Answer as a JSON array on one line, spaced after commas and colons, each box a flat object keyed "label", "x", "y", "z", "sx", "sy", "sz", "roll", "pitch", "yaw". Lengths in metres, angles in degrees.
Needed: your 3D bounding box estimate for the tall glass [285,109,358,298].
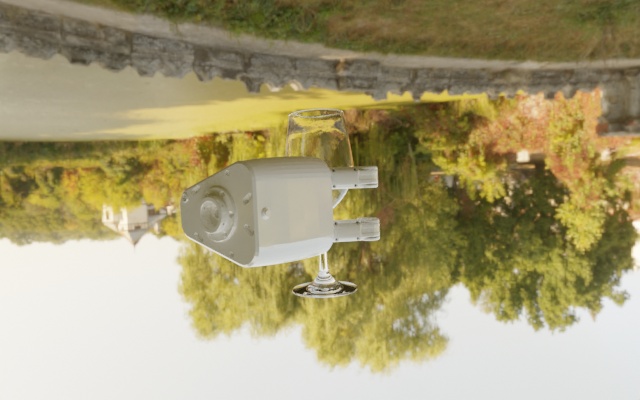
[{"label": "tall glass", "x": 0.000, "y": 0.002, "z": 0.537, "sx": 0.079, "sy": 0.201, "sz": 0.079, "roll": -3, "pitch": 2, "yaw": 0}]
